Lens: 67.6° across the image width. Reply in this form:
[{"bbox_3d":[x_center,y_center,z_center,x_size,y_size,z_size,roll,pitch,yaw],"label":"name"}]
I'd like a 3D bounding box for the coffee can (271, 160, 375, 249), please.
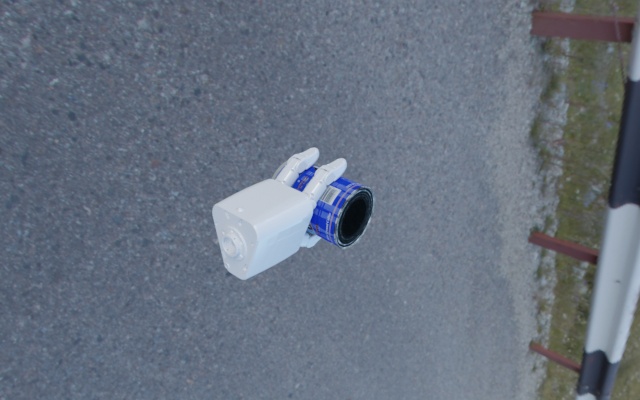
[{"bbox_3d":[0.000,0.002,0.757,0.140,0.103,0.103,24,13,32],"label":"coffee can"}]
